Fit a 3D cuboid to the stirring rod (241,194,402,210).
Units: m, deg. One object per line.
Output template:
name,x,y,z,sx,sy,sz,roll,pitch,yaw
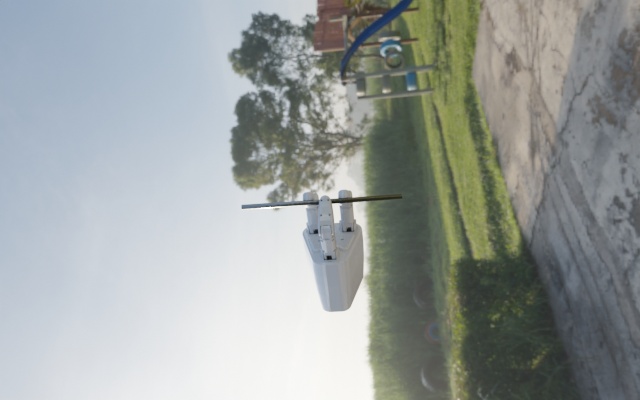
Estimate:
stirring rod,0.000,0.002,0.713,0.239,0.011,0.011,-4,0,6
